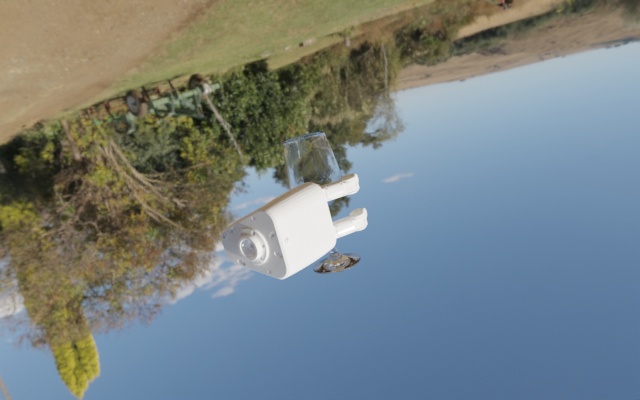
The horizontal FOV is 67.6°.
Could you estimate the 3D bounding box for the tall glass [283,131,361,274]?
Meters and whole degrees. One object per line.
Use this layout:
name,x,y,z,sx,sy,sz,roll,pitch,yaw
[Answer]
tall glass,0.000,0.003,0.706,0.079,0.201,0.079,-14,12,3
